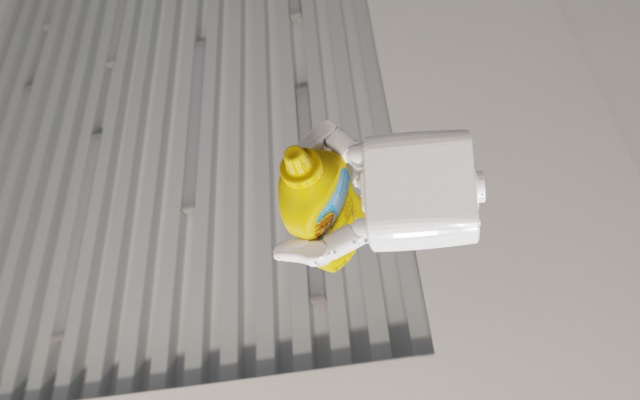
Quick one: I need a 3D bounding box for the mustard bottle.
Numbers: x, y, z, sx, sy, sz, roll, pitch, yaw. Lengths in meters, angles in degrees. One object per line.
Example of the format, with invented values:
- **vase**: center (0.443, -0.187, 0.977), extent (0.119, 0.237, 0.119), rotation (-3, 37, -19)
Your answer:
- **mustard bottle**: center (0.000, 0.002, 0.510), extent (0.058, 0.096, 0.192), rotation (19, -21, 24)
